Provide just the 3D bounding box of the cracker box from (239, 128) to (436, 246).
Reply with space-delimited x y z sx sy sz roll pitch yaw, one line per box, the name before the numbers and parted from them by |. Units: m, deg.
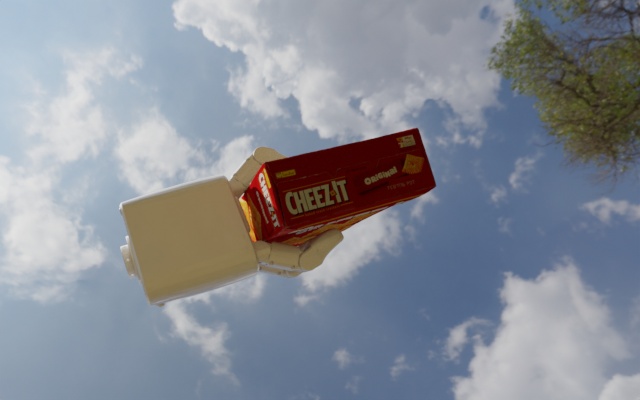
cracker box | 0.000 0.002 0.532 0.164 0.072 0.214 -16 -7 -22
